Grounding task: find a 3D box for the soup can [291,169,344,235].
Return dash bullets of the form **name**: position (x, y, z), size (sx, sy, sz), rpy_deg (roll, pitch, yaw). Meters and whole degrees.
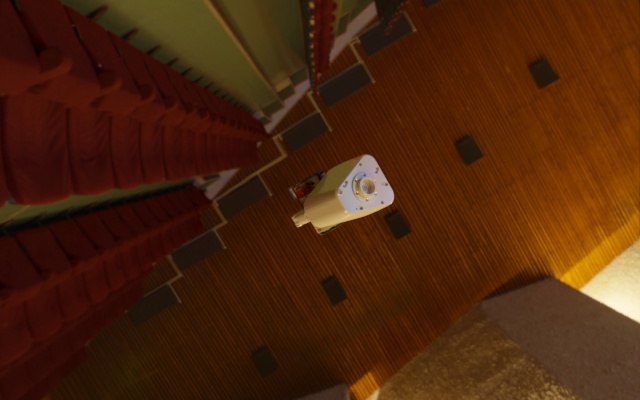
- **soup can**: position (0.000, 0.003, 0.874), size (0.068, 0.102, 0.068), rpy_deg (-30, 4, 2)
